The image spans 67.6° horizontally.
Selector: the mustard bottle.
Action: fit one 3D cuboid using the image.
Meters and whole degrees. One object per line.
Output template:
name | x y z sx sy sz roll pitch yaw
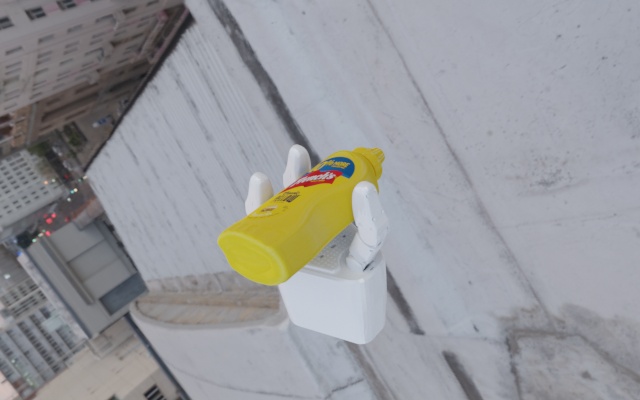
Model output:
mustard bottle | 0.000 0.001 0.458 0.191 0.058 0.096 -38 22 -33
